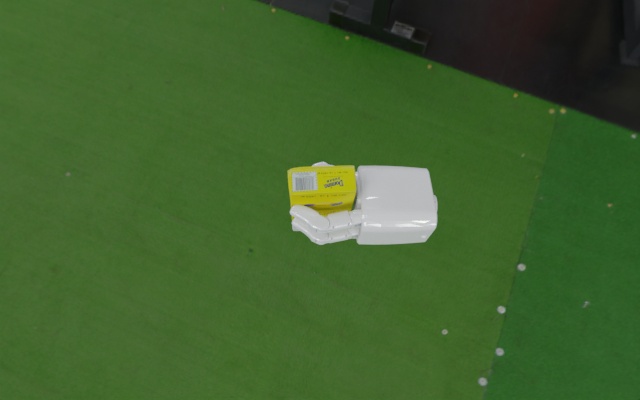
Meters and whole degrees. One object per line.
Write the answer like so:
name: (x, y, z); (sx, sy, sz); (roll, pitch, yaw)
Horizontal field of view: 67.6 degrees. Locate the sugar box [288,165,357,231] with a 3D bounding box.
sugar box: (0.000, 0.003, 0.725); (0.093, 0.048, 0.176); (-2, -22, -2)
